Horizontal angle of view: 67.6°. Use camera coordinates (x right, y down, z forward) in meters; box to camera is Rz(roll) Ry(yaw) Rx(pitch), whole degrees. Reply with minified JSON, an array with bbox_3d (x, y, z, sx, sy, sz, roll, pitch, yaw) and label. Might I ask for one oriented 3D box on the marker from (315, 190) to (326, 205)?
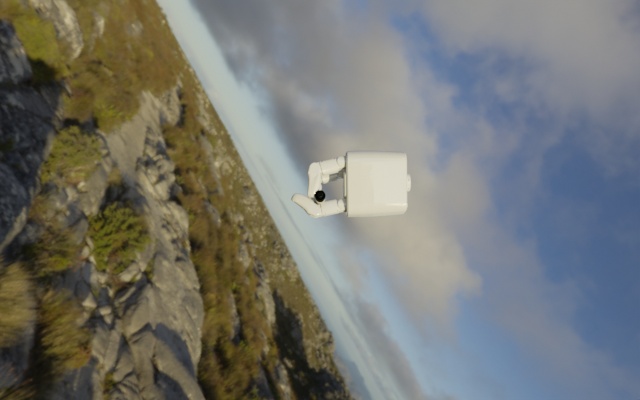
[{"bbox_3d":[0.000,0.003,0.870,0.020,0.020,0.121,0,-12,0],"label":"marker"}]
